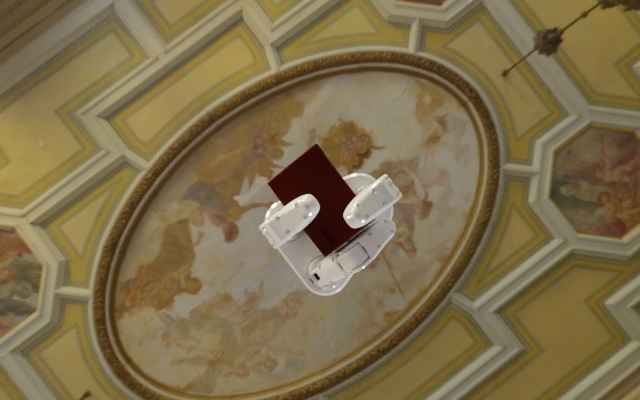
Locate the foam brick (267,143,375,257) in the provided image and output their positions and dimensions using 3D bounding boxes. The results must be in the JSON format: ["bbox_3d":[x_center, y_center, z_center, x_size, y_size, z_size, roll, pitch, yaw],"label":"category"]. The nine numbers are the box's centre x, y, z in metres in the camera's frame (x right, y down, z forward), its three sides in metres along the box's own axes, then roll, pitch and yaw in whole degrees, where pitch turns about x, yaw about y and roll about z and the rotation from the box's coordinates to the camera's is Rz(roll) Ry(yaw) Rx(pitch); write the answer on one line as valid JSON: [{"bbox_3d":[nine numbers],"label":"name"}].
[{"bbox_3d":[0.000,0.001,0.401,0.053,0.078,0.051,-37,-1,-2],"label":"foam brick"}]
